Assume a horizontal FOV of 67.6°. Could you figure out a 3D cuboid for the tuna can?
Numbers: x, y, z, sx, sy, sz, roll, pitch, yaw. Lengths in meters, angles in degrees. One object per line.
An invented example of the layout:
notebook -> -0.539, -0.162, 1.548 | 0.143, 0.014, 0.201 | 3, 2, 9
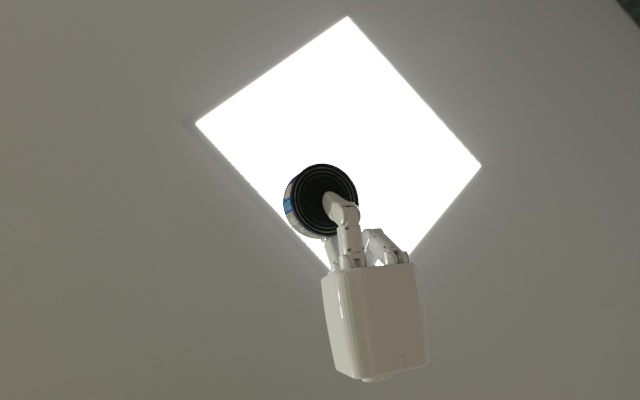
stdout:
tuna can -> 0.000, 0.002, 0.554 | 0.086, 0.086, 0.034 | 0, -12, -25
